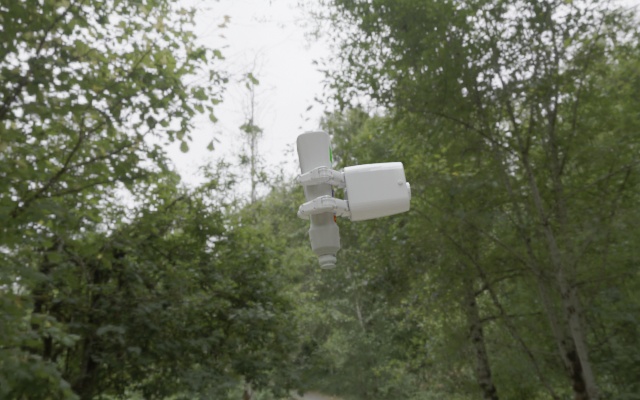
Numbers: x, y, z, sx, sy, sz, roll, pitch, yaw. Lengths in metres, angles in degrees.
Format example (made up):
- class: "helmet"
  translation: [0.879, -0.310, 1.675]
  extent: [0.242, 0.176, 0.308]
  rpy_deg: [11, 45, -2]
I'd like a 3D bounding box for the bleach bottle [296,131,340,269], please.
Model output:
- class: "bleach bottle"
  translation: [0.000, 0.003, 0.884]
  extent: [0.068, 0.250, 0.103]
  rpy_deg: [-8, -21, 2]
